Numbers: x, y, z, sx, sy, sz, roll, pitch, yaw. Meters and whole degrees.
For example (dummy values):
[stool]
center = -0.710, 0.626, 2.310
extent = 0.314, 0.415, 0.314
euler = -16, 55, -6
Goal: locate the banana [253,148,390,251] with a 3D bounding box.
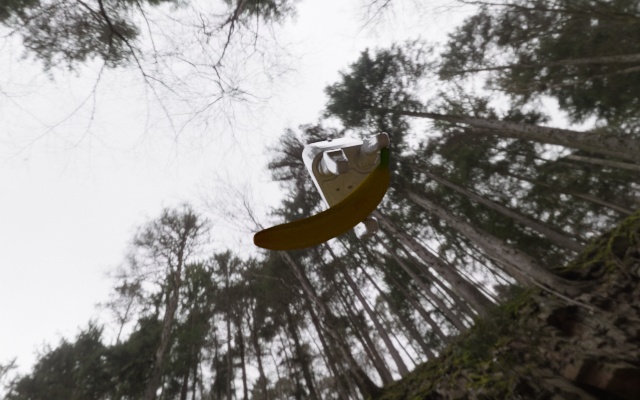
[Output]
[banana]
center = 0.013, 0.014, 0.590
extent = 0.198, 0.070, 0.037
euler = -35, 21, 0
